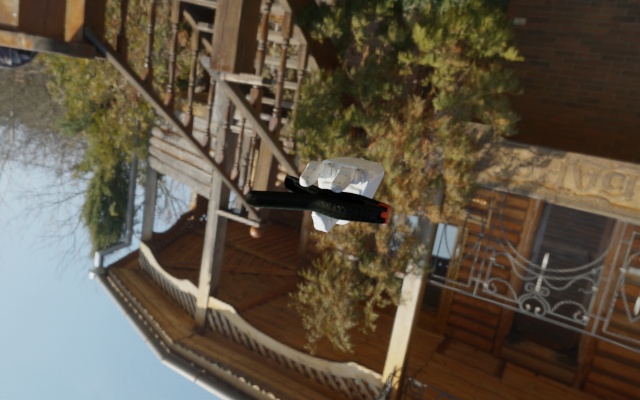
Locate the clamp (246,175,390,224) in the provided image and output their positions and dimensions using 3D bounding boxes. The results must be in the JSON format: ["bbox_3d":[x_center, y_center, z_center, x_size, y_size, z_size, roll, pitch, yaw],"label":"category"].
[{"bbox_3d":[0.001,0.003,0.739,0.210,0.036,0.164,14,17,22],"label":"clamp"}]
